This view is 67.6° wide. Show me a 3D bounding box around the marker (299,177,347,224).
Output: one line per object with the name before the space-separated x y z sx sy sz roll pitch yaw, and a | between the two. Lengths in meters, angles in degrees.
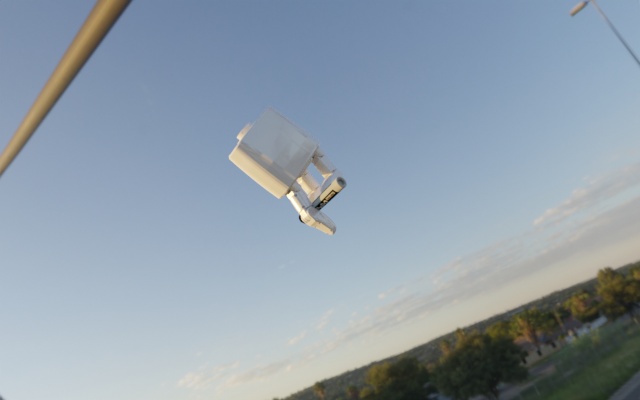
marker | 0.000 0.002 0.752 0.020 0.020 0.121 0 -30 -37
